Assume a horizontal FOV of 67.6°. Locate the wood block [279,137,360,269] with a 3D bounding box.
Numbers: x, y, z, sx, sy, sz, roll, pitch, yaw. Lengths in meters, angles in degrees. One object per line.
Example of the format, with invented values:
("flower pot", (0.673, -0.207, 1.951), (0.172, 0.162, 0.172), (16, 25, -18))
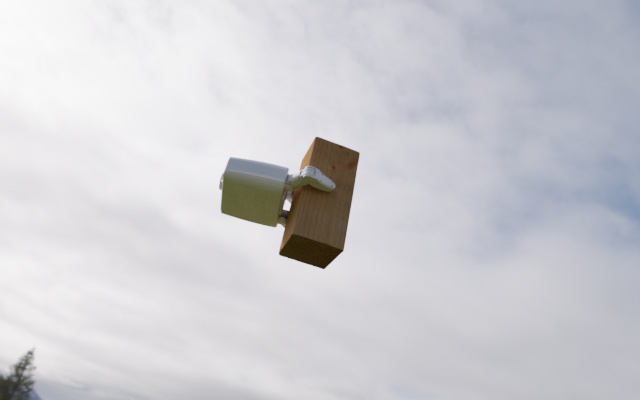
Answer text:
("wood block", (0.000, 0.002, 0.845), (0.090, 0.206, 0.091), (19, -33, -12))
